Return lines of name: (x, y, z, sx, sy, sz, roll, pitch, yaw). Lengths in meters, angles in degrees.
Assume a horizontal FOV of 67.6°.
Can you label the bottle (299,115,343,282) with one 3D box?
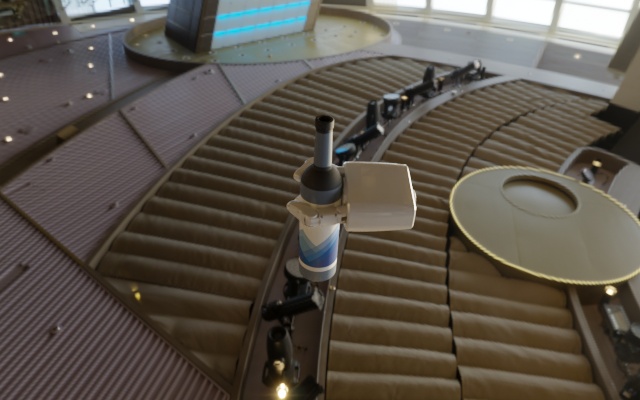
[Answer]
bottle: (0.000, 0.003, 0.769, 0.069, 0.296, 0.069, 2, 36, -1)
